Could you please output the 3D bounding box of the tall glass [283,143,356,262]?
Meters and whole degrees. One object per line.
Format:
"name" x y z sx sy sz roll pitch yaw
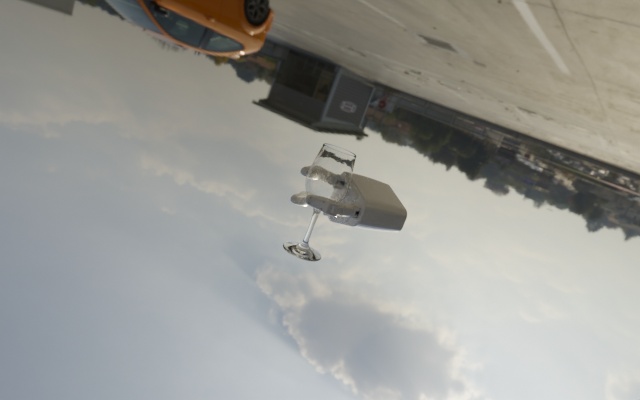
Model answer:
"tall glass" 0.000 0.003 0.849 0.079 0.201 0.079 19 14 -5
